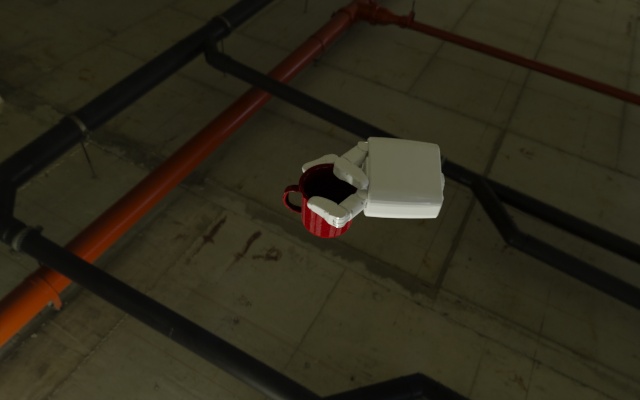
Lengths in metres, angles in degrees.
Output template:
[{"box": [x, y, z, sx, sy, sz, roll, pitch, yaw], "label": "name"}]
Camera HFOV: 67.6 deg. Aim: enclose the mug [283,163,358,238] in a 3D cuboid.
[{"box": [-0.001, 0.003, 0.737, 0.117, 0.093, 0.082, 4, -42, 0], "label": "mug"}]
